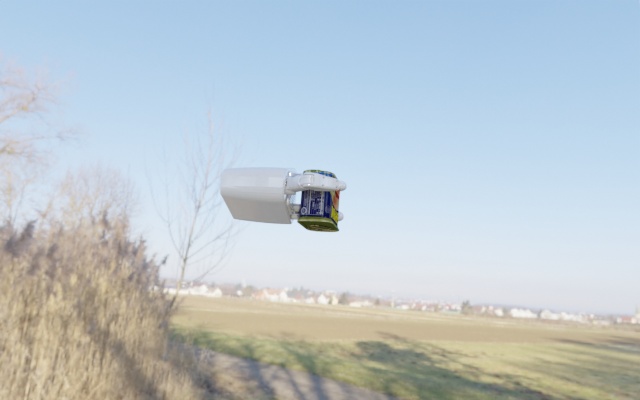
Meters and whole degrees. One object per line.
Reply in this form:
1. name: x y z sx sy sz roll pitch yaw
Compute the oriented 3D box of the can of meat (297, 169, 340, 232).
1. can of meat: 0.000 0.002 0.782 0.057 0.084 0.102 1 -13 12
